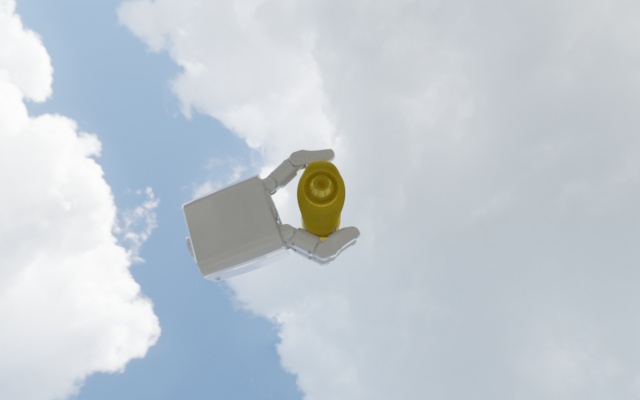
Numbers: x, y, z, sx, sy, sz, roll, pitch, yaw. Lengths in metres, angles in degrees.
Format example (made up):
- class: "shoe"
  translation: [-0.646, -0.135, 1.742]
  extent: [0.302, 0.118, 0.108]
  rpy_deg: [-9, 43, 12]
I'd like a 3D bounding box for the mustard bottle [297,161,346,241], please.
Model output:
- class: "mustard bottle"
  translation: [0.000, 0.002, 0.609]
  extent: [0.058, 0.096, 0.192]
  rpy_deg: [3, -13, 1]
